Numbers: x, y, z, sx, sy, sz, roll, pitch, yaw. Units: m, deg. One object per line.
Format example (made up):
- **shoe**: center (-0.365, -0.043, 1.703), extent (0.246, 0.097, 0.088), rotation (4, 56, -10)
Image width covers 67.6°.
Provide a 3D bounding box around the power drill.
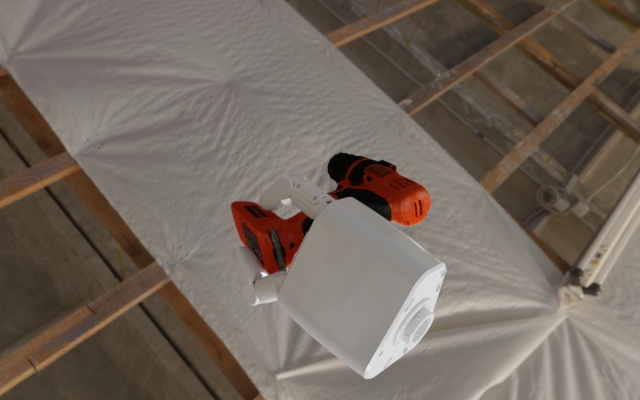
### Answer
- **power drill**: center (0.000, 0.002, 0.536), extent (0.187, 0.057, 0.184), rotation (-23, 25, -19)
